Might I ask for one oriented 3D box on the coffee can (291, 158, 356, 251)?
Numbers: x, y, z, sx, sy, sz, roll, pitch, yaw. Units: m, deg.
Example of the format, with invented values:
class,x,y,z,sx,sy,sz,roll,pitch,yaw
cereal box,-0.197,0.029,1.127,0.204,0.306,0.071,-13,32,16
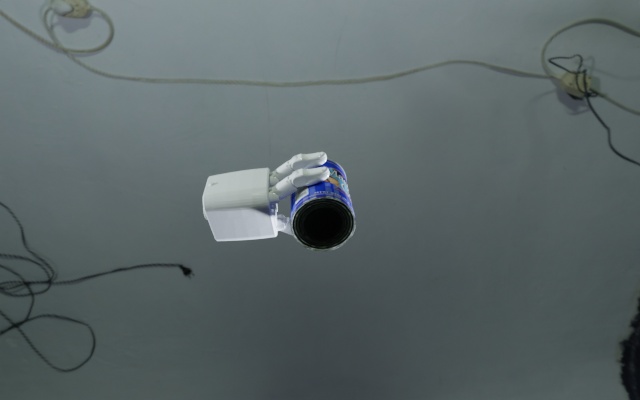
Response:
class,x,y,z,sx,sy,sz,roll,pitch,yaw
coffee can,0.000,0.003,0.803,0.103,0.103,0.140,0,31,-4
